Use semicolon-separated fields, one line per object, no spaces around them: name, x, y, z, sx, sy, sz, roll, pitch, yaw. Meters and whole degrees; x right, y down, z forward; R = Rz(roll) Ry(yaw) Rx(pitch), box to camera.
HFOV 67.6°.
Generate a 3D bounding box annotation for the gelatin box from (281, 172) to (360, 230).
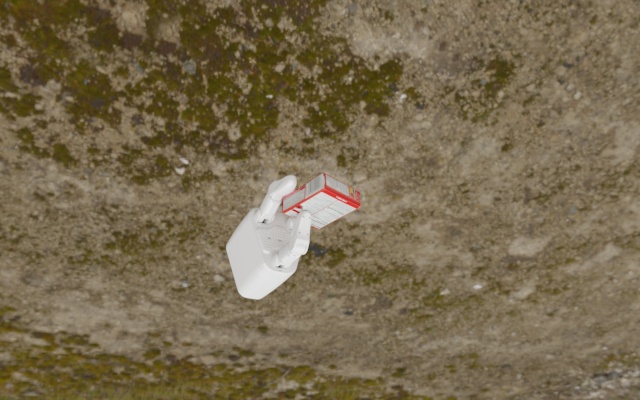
gelatin box;0.000;0.002;0.677;0.073;0.030;0.089;26;-41;-37
